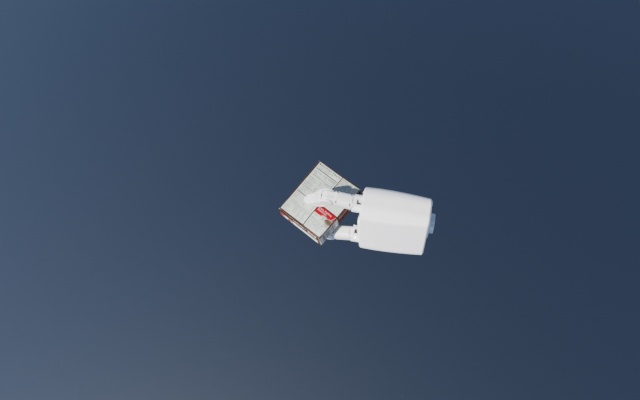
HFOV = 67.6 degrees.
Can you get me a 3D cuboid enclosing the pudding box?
[{"bbox_3d":[0.000,0.003,0.799,0.090,0.113,0.039,37,-14,16],"label":"pudding box"}]
